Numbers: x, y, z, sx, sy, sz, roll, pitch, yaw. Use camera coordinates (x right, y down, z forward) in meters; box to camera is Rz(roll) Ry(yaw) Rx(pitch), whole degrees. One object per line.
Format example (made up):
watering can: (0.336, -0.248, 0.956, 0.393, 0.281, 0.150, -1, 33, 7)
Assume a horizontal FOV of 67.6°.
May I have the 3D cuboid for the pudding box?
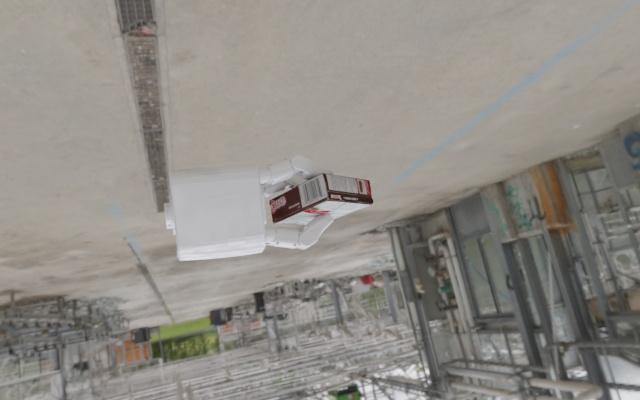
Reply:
pudding box: (0.000, 0.002, 0.645, 0.090, 0.039, 0.113, 4, -19, -44)
